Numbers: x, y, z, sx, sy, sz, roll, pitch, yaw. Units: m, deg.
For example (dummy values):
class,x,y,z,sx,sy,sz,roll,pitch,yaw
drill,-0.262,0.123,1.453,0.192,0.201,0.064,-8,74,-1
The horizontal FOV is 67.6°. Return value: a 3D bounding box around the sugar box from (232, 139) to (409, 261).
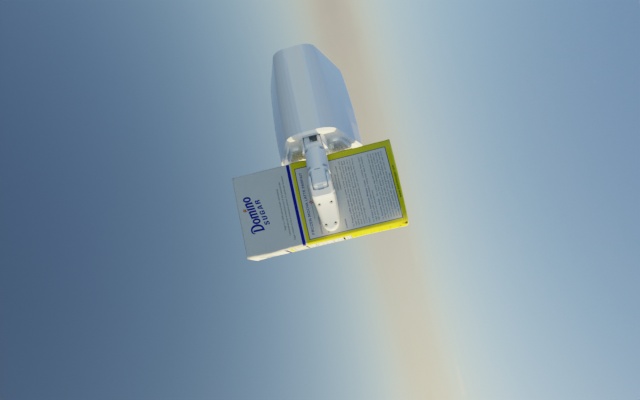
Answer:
class,x,y,z,sx,sy,sz,roll,pitch,yaw
sugar box,0.000,0.002,0.521,0.176,0.093,0.048,-13,-11,7
